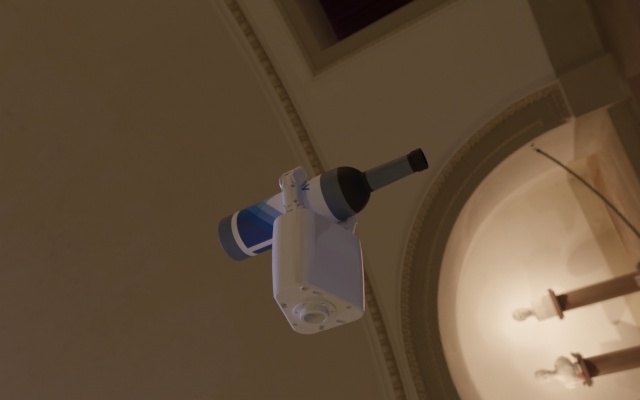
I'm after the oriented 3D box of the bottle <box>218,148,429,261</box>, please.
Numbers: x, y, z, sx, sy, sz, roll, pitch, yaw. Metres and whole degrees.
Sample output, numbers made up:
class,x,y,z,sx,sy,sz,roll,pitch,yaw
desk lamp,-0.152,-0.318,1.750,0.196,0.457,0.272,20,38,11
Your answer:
class,x,y,z,sx,sy,sz,roll,pitch,yaw
bottle,0.000,0.002,0.634,0.296,0.069,0.069,-23,-9,21
